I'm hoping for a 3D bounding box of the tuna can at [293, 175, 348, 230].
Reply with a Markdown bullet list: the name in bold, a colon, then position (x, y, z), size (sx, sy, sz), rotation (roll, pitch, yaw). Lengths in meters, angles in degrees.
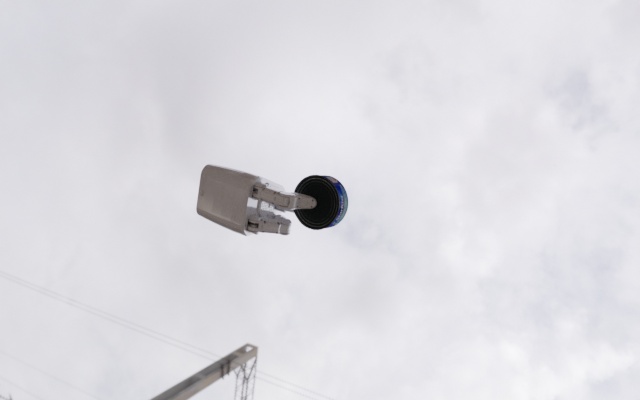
- **tuna can**: position (0.000, 0.002, 0.750), size (0.086, 0.086, 0.034), rotation (0, 2, 32)
